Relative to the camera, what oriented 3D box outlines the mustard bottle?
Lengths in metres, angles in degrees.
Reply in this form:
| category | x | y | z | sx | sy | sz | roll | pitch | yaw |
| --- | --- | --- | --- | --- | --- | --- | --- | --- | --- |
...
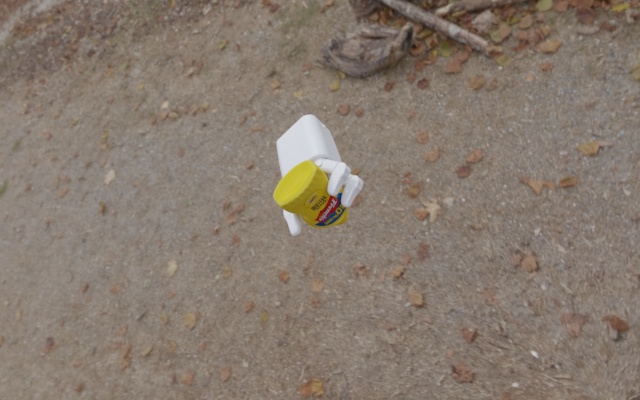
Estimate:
| category | x | y | z | sx | sy | sz | roll | pitch | yaw |
| --- | --- | --- | --- | --- | --- | --- | --- | --- | --- |
| mustard bottle | 0.000 | 0.003 | 0.893 | 0.058 | 0.096 | 0.192 | 46 | 6 | 37 |
